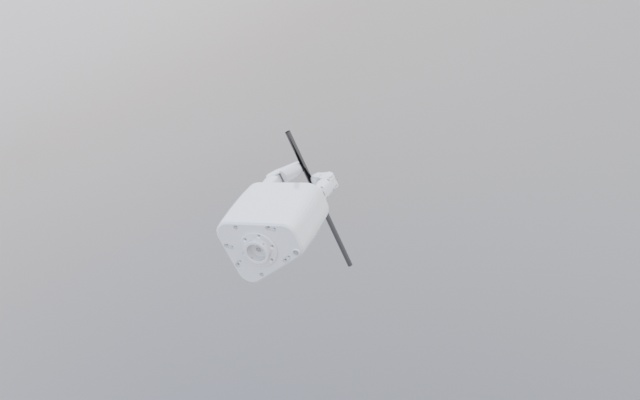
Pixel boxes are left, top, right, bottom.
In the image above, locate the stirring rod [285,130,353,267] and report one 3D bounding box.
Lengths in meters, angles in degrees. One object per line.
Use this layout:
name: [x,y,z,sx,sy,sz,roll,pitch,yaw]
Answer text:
stirring rod: [0.000,0.003,0.734,0.011,0.240,0.011,-22,20,8]
